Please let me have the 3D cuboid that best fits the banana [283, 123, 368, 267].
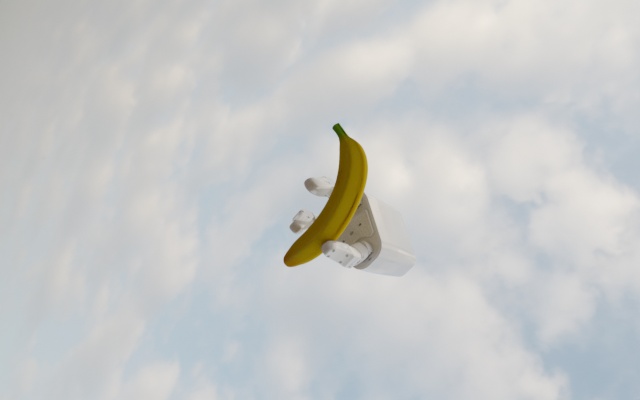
[{"bbox_3d":[0.014,0.005,0.608,0.069,0.198,0.037,25,5,39],"label":"banana"}]
